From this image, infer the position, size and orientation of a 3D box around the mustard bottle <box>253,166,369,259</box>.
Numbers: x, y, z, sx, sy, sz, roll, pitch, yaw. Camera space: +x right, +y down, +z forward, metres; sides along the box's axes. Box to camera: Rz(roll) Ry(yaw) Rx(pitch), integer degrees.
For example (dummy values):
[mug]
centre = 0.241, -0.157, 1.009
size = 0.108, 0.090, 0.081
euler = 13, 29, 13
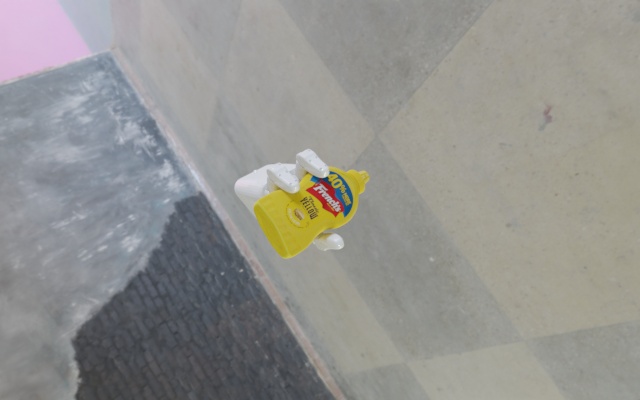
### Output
[mustard bottle]
centre = 0.000, 0.002, 0.727
size = 0.191, 0.096, 0.058
euler = -30, -2, -28
